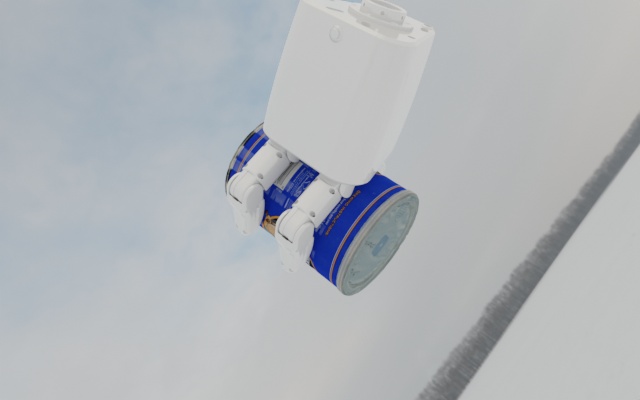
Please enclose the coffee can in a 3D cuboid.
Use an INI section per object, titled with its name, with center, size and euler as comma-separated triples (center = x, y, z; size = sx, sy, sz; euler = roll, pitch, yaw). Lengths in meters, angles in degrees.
[coffee can]
center = 0.000, 0.002, 0.425
size = 0.140, 0.103, 0.103
euler = 35, 17, 25
